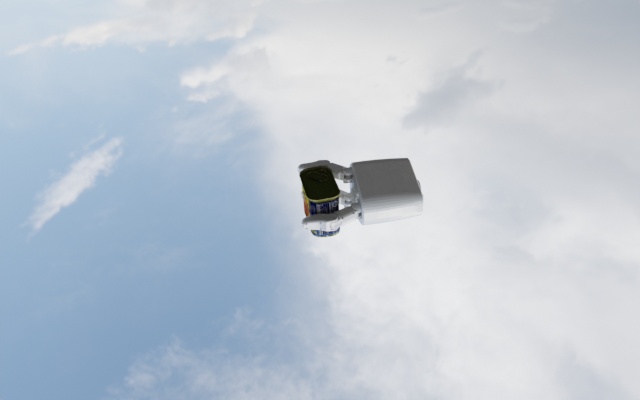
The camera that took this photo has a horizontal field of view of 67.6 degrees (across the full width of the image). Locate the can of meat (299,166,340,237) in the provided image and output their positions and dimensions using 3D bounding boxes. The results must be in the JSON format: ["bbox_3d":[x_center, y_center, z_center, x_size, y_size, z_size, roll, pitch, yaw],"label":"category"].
[{"bbox_3d":[0.000,0.003,0.829,0.057,0.084,0.102,-10,36,-8],"label":"can of meat"}]
